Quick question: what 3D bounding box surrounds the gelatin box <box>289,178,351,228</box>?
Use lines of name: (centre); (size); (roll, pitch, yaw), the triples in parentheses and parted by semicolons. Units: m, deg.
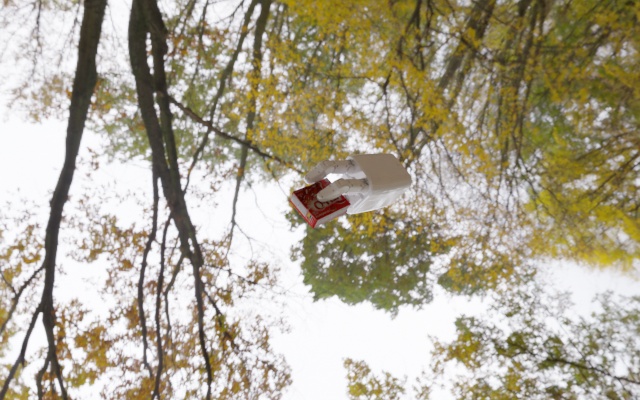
gelatin box: (0.000, 0.003, 0.877); (0.089, 0.073, 0.030); (-24, -27, -36)
